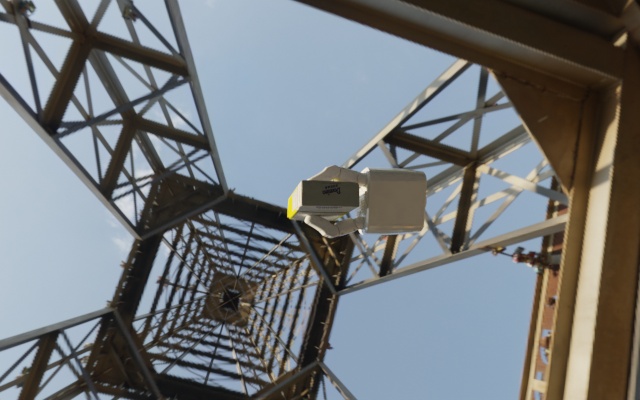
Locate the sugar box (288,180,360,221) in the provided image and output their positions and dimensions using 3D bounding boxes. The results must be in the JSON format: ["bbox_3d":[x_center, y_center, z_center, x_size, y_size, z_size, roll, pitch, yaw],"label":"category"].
[{"bbox_3d":[0.000,0.002,0.804,0.093,0.048,0.176,2,-12,-11],"label":"sugar box"}]
